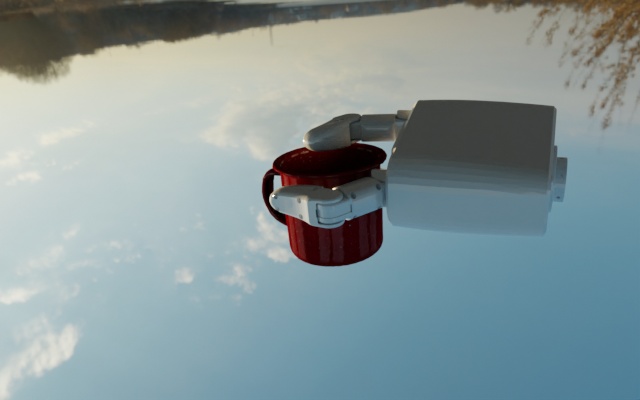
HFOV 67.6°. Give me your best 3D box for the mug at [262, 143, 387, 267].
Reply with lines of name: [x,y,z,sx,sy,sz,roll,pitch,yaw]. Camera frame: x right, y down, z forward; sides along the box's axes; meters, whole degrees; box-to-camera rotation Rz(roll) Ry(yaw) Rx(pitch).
mug: [-0.001,0.001,0.407,0.117,0.081,0.093,6,24,27]
